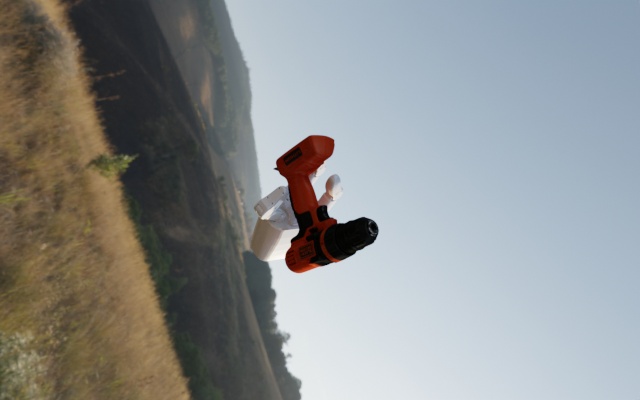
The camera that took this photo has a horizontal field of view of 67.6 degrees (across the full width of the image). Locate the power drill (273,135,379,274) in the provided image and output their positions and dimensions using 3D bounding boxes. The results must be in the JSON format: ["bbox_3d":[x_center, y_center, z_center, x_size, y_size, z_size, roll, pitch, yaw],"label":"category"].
[{"bbox_3d":[0.000,0.002,0.706,0.057,0.187,0.184,6,-24,-41],"label":"power drill"}]
